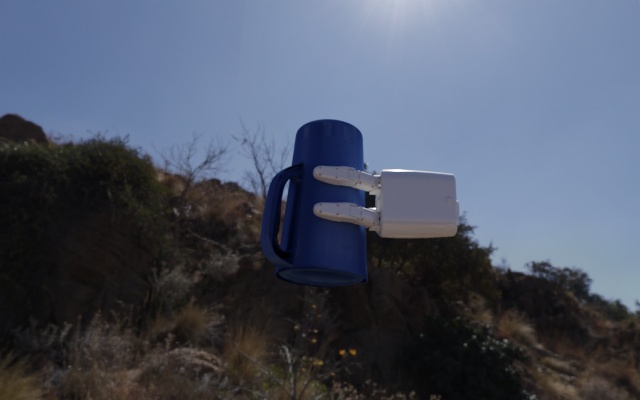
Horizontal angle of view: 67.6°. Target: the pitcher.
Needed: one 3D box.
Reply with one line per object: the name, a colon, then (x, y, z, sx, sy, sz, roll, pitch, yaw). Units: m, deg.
pitcher: (0.000, 0.002, 0.714, 0.145, 0.242, 0.149, 1, -20, 5)
